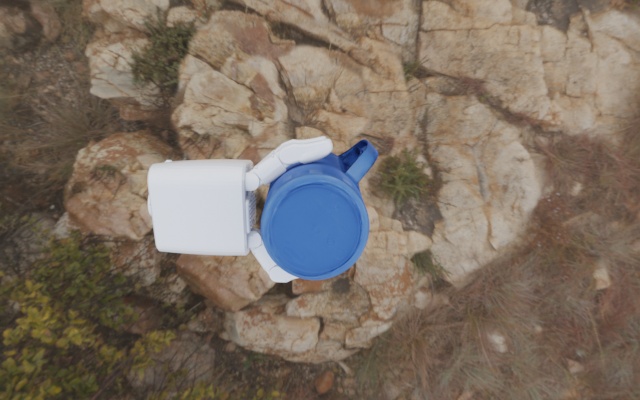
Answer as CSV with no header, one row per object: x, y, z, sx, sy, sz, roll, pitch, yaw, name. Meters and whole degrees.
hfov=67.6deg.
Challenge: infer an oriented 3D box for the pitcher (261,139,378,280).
0.000,0.002,0.578,0.145,0.149,0.243,1,9,-1,pitcher
